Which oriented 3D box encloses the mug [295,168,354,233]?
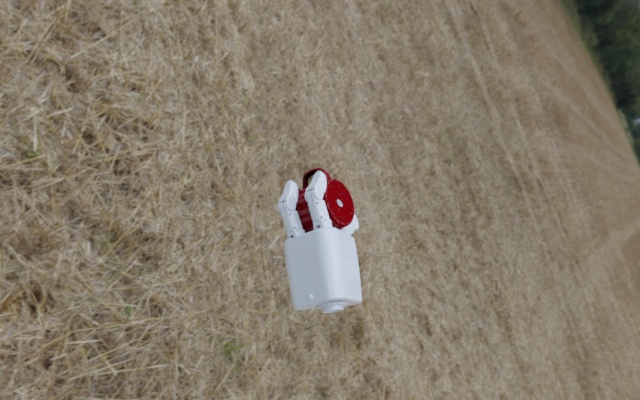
[{"bbox_3d":[0.000,0.001,0.790,0.081,0.117,0.093,-21,-21,34],"label":"mug"}]
